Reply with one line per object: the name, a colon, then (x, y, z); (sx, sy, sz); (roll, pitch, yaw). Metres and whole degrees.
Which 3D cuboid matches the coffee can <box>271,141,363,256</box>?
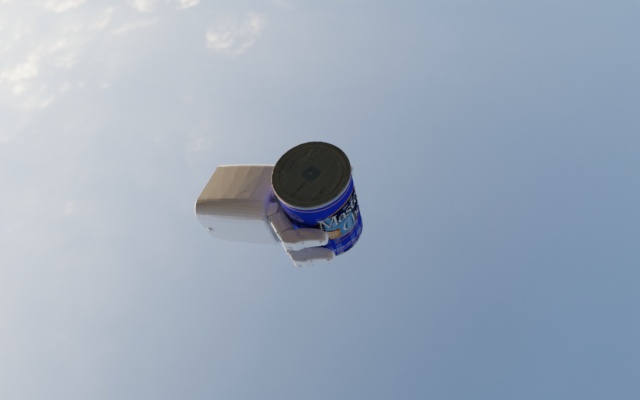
coffee can: (0.000, 0.002, 0.656); (0.103, 0.102, 0.140); (0, -32, 12)
